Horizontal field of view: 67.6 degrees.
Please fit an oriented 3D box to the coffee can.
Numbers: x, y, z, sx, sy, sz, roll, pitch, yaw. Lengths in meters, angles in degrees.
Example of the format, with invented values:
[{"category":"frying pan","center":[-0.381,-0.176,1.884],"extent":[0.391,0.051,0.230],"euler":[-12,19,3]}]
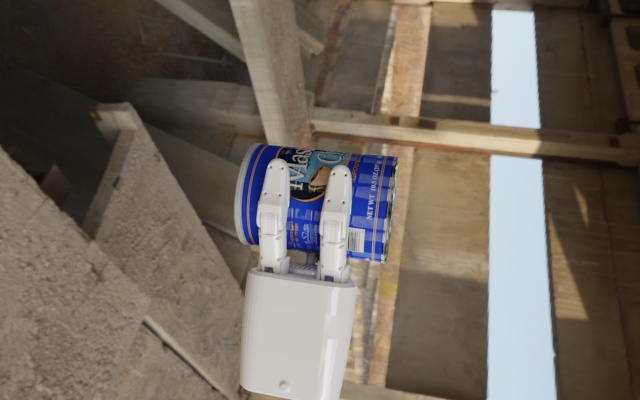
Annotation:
[{"category":"coffee can","center":[0.000,0.001,0.465],"extent":[0.140,0.103,0.103],"euler":[7,1,10]}]
